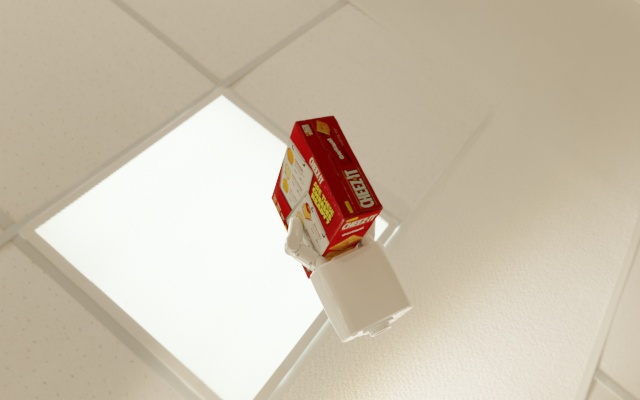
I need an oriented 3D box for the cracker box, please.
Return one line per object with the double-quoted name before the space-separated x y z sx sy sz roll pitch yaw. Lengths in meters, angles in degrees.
"cracker box" 0.000 0.003 0.728 0.072 0.164 0.214 -16 -24 -24
